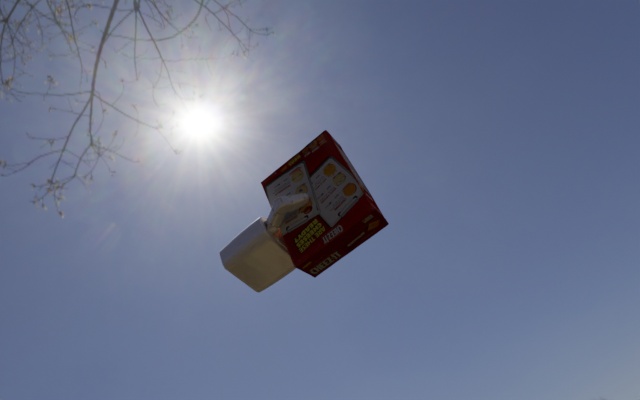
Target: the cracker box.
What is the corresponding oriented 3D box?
[{"bbox_3d":[0.000,0.003,0.849,0.164,0.213,0.072,-38,-40,12],"label":"cracker box"}]
